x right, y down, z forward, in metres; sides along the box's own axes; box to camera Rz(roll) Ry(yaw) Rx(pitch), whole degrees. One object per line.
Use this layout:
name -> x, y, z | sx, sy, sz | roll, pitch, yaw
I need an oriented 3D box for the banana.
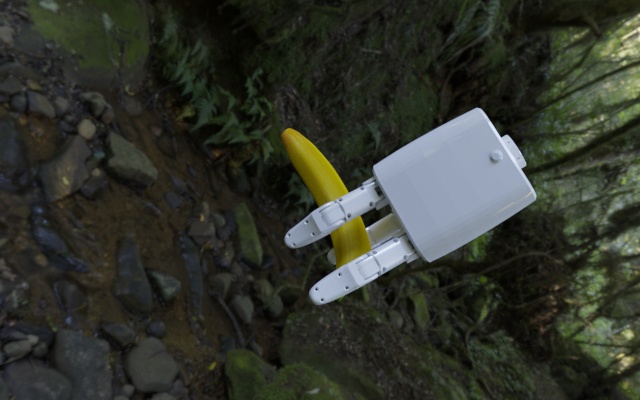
banana -> 0.011, 0.009, 0.485 | 0.037, 0.197, 0.070 | -33, -32, 22
